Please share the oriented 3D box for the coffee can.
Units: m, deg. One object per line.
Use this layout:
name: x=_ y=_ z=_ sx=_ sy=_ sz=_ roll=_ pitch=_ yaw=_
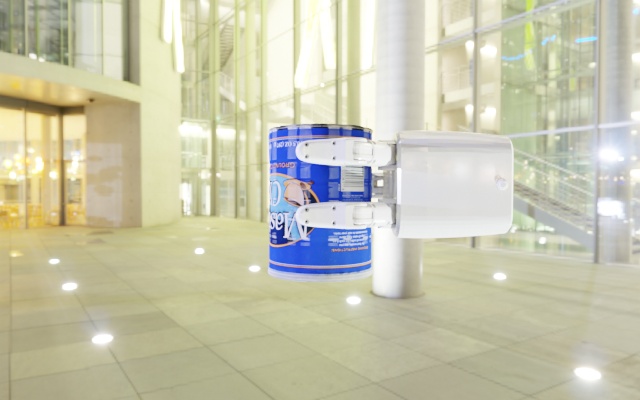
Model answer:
coffee can: x=0.000 y=0.002 z=0.469 sx=0.103 sy=0.140 sz=0.103 roll=0 pitch=1 yaw=0
